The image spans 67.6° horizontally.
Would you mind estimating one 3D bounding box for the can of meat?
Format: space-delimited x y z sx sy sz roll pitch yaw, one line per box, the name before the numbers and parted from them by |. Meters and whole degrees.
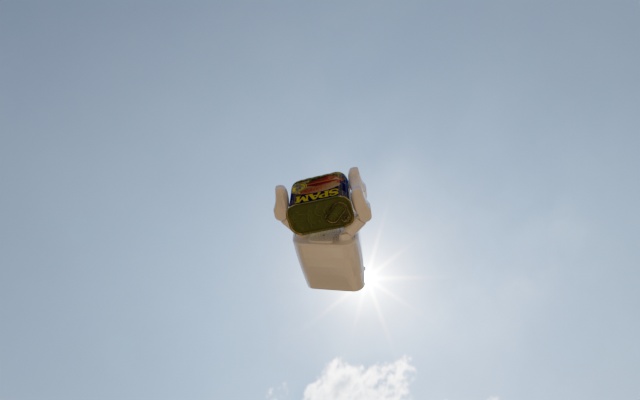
can of meat | 0.000 0.002 0.759 0.102 0.057 0.084 -12 31 8
